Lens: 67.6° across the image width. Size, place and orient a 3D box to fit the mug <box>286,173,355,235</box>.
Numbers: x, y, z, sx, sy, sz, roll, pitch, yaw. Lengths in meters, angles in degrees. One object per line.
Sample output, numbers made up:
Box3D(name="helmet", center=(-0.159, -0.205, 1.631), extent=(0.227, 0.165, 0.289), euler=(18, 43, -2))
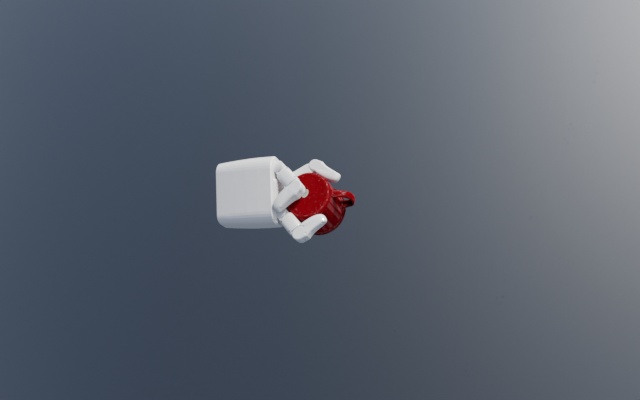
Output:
Box3D(name="mug", center=(0.001, 0.003, 0.811), extent=(0.117, 0.093, 0.081), euler=(-5, -22, 17))
